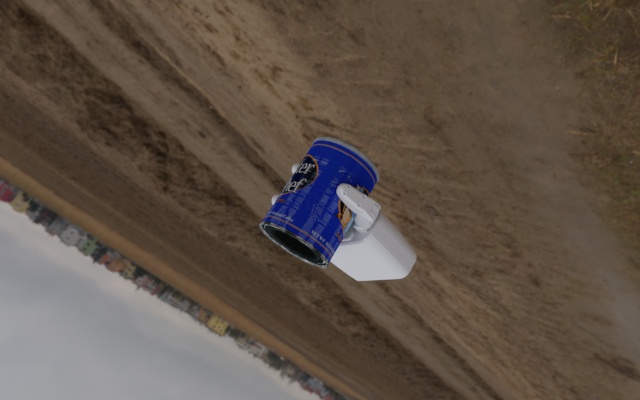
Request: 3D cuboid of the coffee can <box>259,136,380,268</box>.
[{"bbox_3d":[0.000,0.002,0.627,0.103,0.140,0.103,29,-18,10],"label":"coffee can"}]
